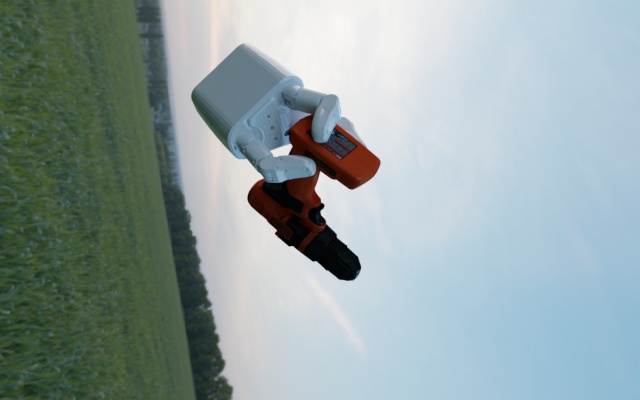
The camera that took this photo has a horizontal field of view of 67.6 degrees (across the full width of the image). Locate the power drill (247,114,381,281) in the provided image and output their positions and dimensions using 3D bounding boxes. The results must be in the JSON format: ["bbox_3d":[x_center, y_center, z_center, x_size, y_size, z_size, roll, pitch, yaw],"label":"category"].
[{"bbox_3d":[0.000,0.001,0.583,0.057,0.184,0.188,-44,-11,-41],"label":"power drill"}]
